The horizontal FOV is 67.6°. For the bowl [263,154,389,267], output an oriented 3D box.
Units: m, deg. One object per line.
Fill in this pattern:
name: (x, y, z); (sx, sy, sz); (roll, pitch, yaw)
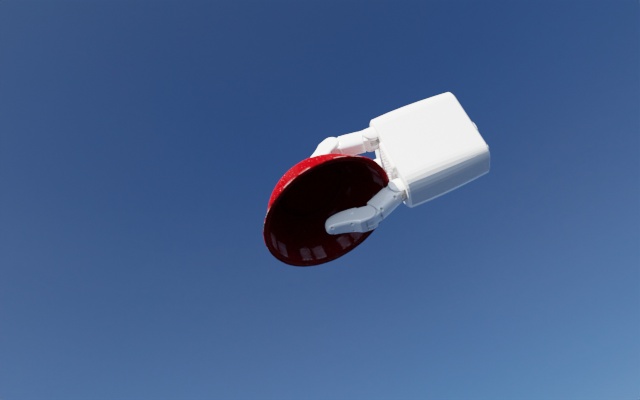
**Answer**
bowl: (-0.001, 0.002, 0.564); (0.162, 0.162, 0.055); (0, 37, -33)
